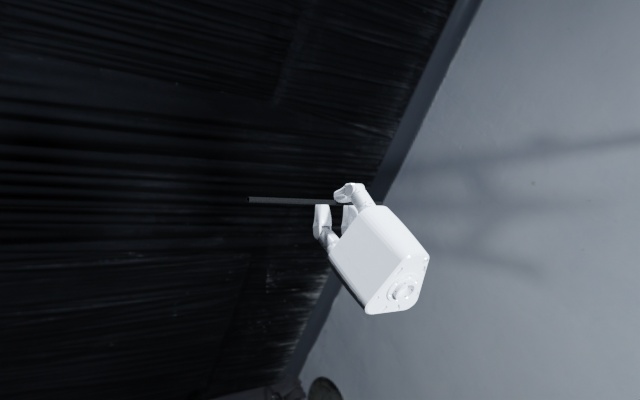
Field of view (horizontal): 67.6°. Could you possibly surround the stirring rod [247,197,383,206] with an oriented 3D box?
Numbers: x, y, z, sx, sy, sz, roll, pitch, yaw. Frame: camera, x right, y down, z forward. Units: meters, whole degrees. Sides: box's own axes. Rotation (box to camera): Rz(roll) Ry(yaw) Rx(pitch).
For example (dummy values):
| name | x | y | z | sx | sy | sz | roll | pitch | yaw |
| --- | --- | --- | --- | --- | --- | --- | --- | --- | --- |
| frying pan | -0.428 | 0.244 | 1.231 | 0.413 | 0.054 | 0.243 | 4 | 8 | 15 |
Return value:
| name | x | y | z | sx | sy | sz | roll | pitch | yaw |
| --- | --- | --- | --- | --- | --- | --- | --- | --- | --- |
| stirring rod | 0.000 | 0.002 | 0.727 | 0.239 | 0.011 | 0.011 | 2 | -1 | -33 |
